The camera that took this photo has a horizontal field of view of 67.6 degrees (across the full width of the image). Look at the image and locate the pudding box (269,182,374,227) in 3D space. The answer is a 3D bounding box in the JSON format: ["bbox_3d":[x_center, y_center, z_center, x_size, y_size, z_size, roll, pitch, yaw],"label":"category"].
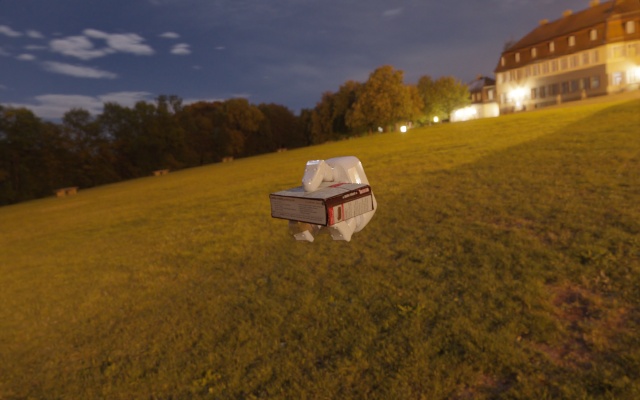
[{"bbox_3d":[0.000,0.002,0.640,0.090,0.039,0.113,-18,15,-41],"label":"pudding box"}]
